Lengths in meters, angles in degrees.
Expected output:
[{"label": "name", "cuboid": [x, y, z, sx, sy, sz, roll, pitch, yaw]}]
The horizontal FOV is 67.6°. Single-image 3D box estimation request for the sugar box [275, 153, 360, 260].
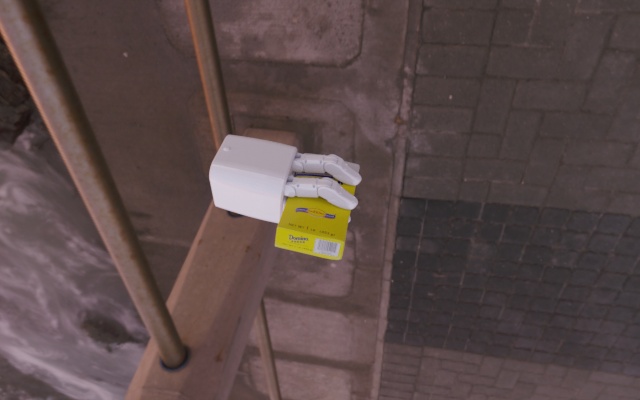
[{"label": "sugar box", "cuboid": [0.000, 0.002, 0.694, 0.093, 0.048, 0.176, 13, 43, 1]}]
